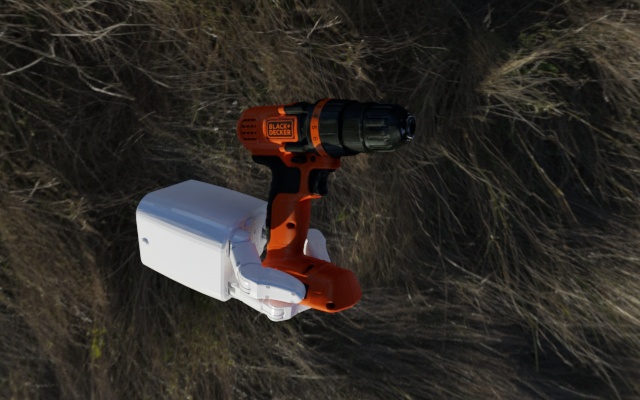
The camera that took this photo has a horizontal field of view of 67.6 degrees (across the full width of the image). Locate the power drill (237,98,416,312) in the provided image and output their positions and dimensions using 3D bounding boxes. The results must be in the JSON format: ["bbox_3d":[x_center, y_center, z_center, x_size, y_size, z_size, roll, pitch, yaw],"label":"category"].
[{"bbox_3d":[0.000,0.002,0.441,0.184,0.187,0.057,6,9,38],"label":"power drill"}]
